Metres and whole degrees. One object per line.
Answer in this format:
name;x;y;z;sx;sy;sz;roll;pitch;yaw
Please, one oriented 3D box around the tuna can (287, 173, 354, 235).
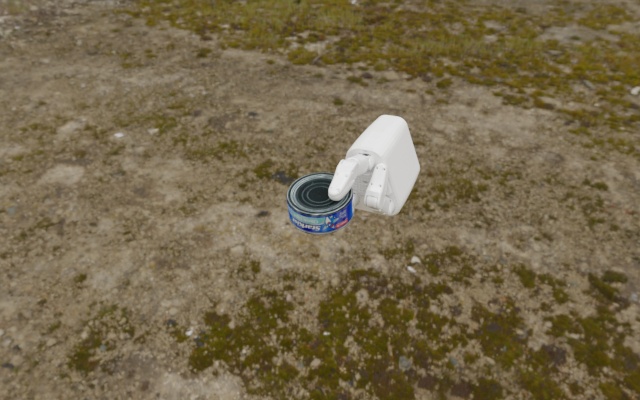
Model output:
tuna can;0.000;0.002;0.608;0.086;0.034;0.086;-3;41;3
